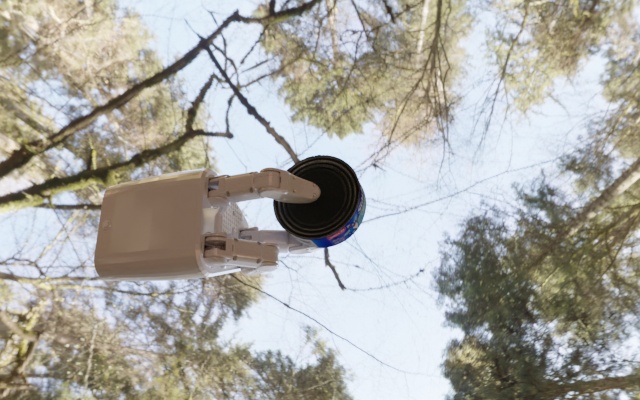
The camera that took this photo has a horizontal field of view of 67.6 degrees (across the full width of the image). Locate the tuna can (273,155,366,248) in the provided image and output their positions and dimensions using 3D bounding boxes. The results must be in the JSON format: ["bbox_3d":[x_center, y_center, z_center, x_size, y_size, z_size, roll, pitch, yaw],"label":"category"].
[{"bbox_3d":[0.000,0.002,0.459,0.086,0.086,0.034,0,-23,19],"label":"tuna can"}]
